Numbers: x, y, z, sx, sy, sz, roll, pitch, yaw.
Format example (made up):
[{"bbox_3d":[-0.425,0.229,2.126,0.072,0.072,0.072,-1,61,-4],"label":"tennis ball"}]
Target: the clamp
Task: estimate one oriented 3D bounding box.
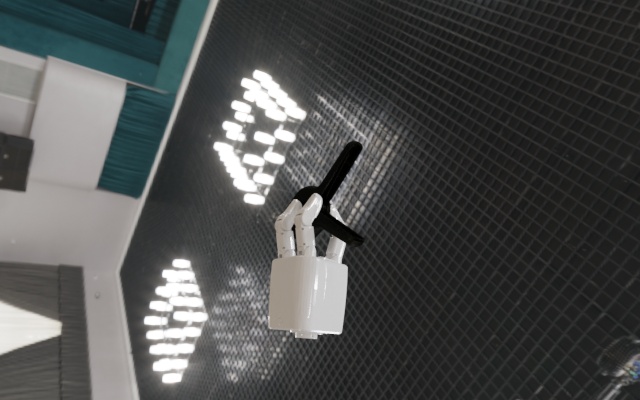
[{"bbox_3d":[0.000,0.003,0.763,0.036,0.164,0.210,17,-20,-34],"label":"clamp"}]
